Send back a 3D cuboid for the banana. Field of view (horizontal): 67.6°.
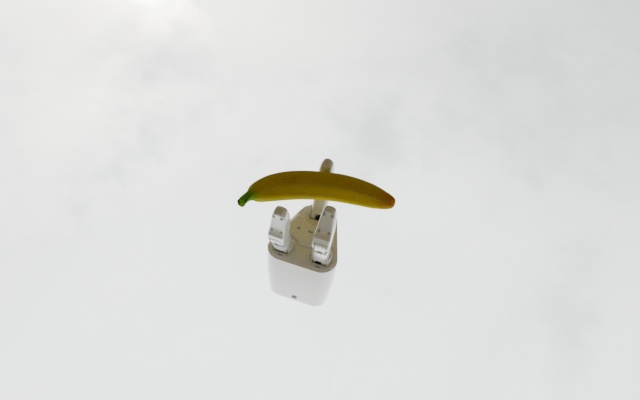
[{"bbox_3d":[-0.006,-0.011,0.612,0.198,0.037,0.069,-1,42,-9],"label":"banana"}]
